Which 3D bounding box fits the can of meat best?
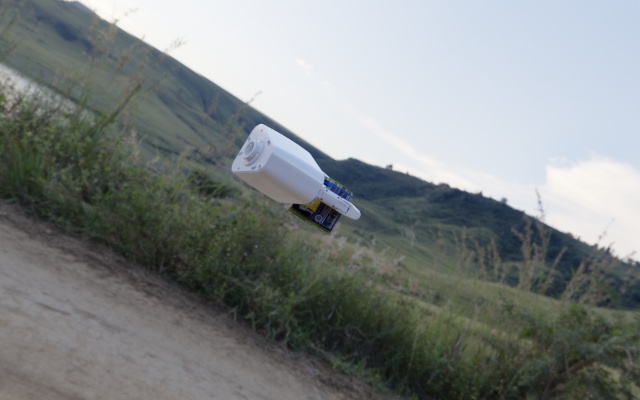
[{"bbox_3d":[0.000,0.002,0.829,0.057,0.084,0.102,31,-1,-32],"label":"can of meat"}]
